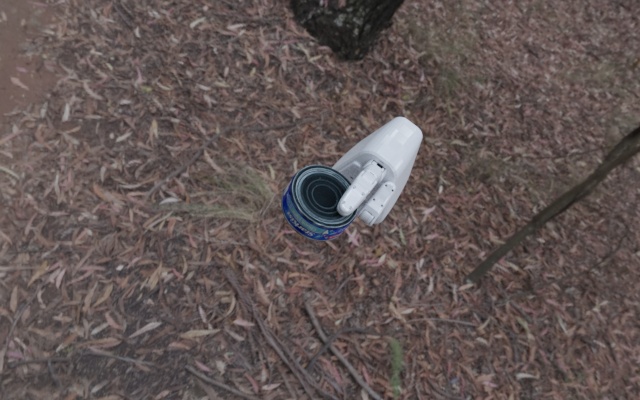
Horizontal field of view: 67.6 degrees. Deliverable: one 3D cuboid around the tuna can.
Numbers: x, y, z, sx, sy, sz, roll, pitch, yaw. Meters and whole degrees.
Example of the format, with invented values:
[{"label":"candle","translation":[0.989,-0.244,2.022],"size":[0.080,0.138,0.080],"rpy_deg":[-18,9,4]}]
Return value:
[{"label":"tuna can","translation":[0.000,0.002,0.551],"size":[0.086,0.086,0.034],"rpy_deg":[0,-29,-26]}]
